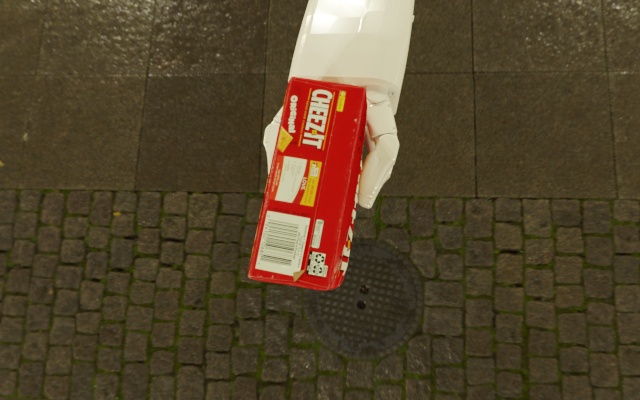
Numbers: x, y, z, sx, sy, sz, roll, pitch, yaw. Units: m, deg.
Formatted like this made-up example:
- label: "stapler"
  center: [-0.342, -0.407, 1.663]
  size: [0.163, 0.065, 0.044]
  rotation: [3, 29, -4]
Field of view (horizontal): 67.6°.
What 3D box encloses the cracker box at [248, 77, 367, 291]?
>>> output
- label: "cracker box"
  center: [0.000, 0.001, 0.466]
  size: [0.072, 0.164, 0.214]
  rotation: [10, -9, 6]
